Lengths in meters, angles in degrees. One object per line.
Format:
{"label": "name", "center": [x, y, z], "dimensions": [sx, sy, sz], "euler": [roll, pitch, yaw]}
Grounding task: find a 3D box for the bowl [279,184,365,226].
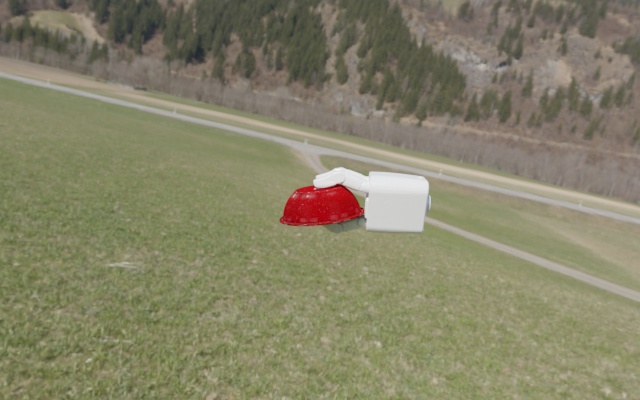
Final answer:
{"label": "bowl", "center": [-0.001, 0.003, 0.890], "dimensions": [0.162, 0.055, 0.162], "euler": [-7, 10, 1]}
